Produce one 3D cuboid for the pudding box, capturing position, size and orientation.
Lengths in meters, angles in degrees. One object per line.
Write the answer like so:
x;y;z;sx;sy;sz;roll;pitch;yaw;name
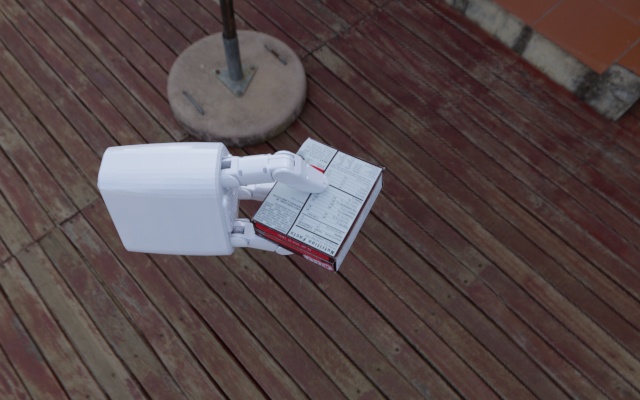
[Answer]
0.000;0.001;0.465;0.090;0.113;0.039;25;-25;14;pudding box
